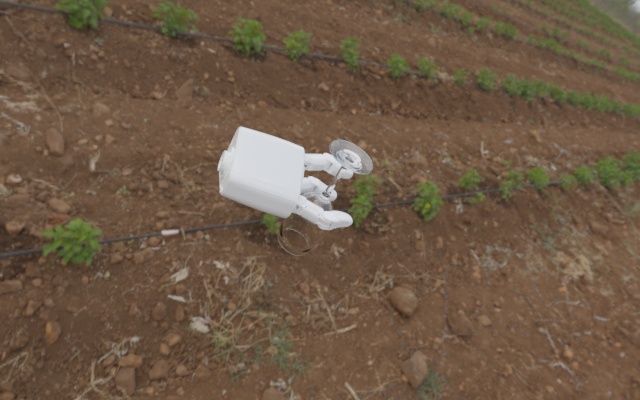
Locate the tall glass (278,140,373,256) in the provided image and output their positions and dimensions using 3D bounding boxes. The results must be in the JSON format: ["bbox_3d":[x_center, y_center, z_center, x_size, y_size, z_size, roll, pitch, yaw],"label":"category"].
[{"bbox_3d":[0.001,0.002,0.762,0.079,0.079,0.201,0,-43,-39],"label":"tall glass"}]
